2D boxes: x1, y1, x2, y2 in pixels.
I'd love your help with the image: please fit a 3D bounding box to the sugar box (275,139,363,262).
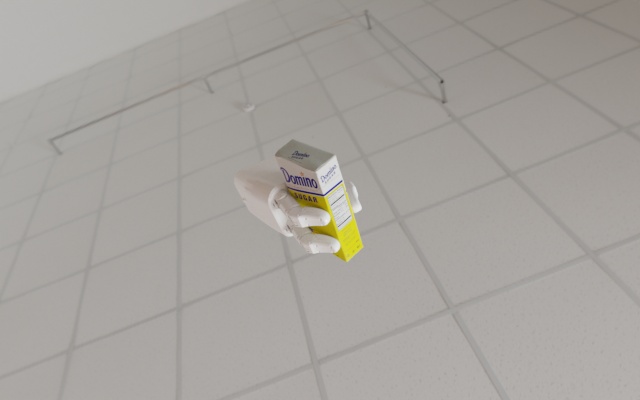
[{"bbox_3d":[0.000,0.003,0.694,0.048,0.176,0.093,-42,42,-22],"label":"sugar box"}]
